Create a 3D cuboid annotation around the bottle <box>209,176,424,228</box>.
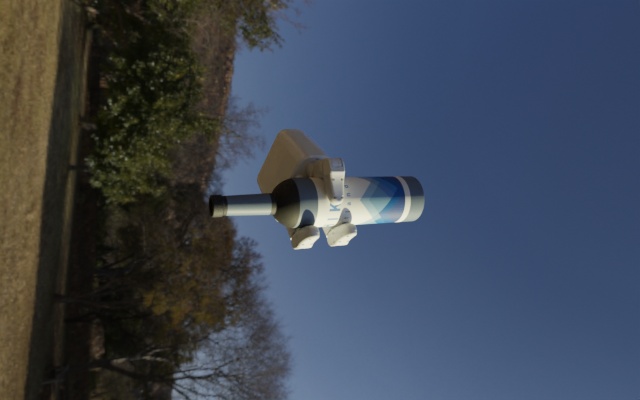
[{"bbox_3d":[0.000,0.002,0.642,0.296,0.069,0.069,-2,1,-25],"label":"bottle"}]
